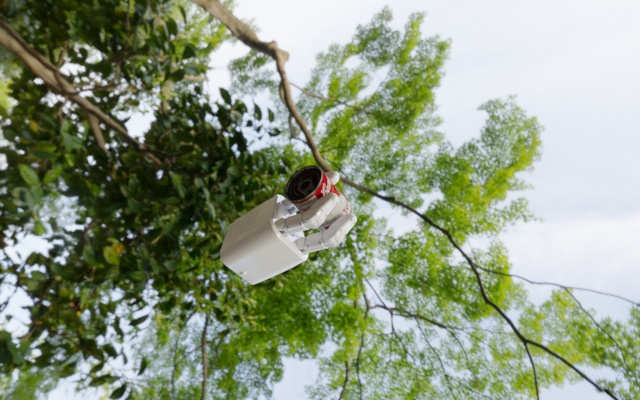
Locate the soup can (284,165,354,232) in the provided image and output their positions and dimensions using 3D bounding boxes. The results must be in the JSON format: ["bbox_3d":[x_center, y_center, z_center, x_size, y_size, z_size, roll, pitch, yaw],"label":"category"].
[{"bbox_3d":[0.001,0.002,0.746,0.068,0.068,0.102,0,-35,40],"label":"soup can"}]
